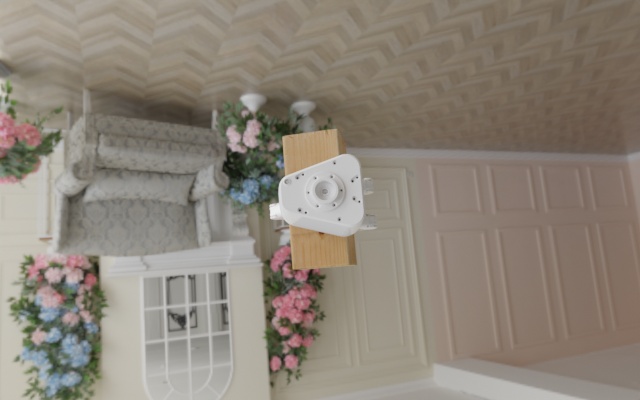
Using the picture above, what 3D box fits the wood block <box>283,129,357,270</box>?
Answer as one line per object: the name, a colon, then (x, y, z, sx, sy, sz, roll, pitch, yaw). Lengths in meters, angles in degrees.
wood block: (0.000, 0.003, 0.756, 0.091, 0.206, 0.090, -6, -9, 10)
